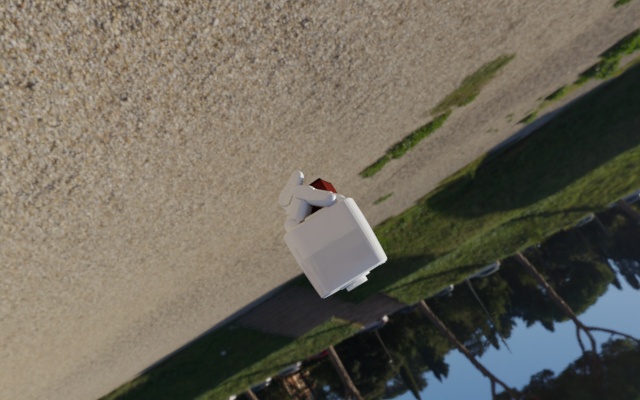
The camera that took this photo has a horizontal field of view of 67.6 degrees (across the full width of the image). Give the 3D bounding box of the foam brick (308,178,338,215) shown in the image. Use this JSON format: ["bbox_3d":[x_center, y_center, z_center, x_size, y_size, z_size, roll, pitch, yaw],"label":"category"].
[{"bbox_3d":[0.000,0.002,0.765,0.053,0.051,0.078,-34,-11,10],"label":"foam brick"}]
